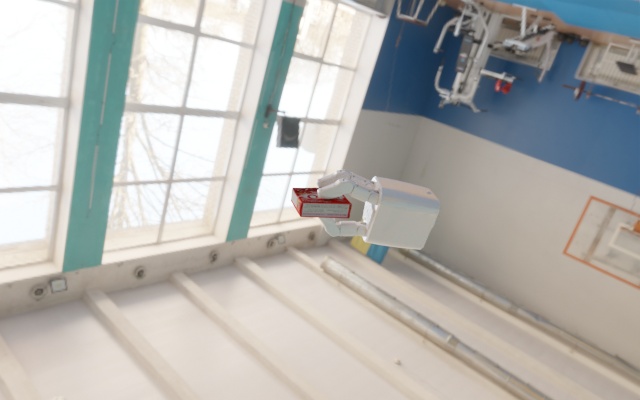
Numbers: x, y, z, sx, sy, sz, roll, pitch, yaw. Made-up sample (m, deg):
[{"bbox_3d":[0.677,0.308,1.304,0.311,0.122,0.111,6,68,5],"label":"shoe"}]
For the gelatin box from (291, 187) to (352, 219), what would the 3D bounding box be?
[{"bbox_3d":[0.000,0.003,0.814,0.089,0.030,0.073,1,21,-17],"label":"gelatin box"}]
